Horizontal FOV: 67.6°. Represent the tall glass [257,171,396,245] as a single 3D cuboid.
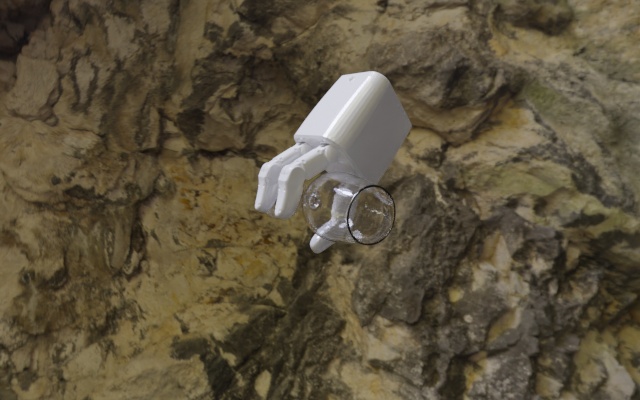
[{"bbox_3d":[0.000,0.002,0.561,0.079,0.079,0.201,0,8,-32],"label":"tall glass"}]
